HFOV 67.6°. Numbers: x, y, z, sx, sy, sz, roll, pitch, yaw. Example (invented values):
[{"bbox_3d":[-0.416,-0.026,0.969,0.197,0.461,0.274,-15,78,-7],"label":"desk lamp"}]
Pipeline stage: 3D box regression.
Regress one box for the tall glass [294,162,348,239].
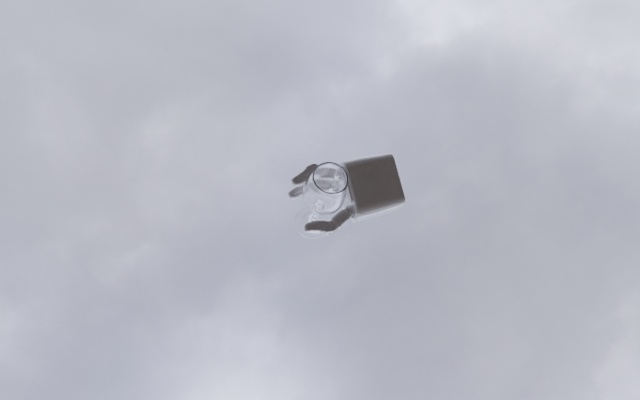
[{"bbox_3d":[0.000,0.003,0.896,0.079,0.079,0.201,0,-25,-11],"label":"tall glass"}]
